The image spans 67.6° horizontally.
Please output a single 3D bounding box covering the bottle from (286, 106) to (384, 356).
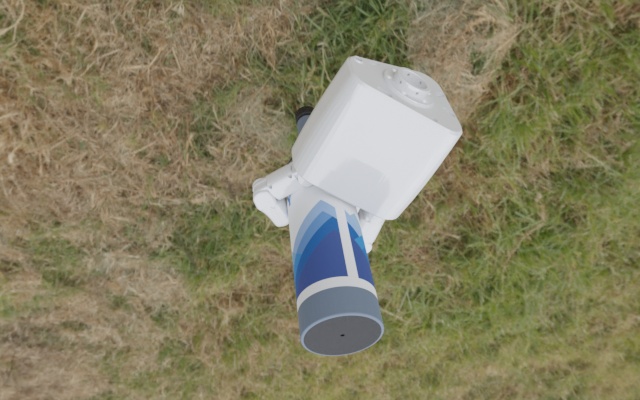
[{"bbox_3d":[0.000,0.002,0.475,0.069,0.295,0.069,-5,-44,-5],"label":"bottle"}]
